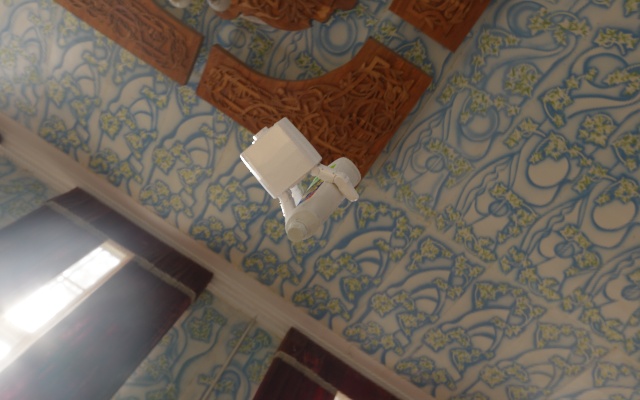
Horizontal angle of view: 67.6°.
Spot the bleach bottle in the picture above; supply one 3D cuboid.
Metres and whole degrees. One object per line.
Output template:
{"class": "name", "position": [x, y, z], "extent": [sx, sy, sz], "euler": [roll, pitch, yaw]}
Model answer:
{"class": "bleach bottle", "position": [0.000, 0.003, 0.896], "extent": [0.102, 0.068, 0.250], "euler": [-35, 9, 28]}
